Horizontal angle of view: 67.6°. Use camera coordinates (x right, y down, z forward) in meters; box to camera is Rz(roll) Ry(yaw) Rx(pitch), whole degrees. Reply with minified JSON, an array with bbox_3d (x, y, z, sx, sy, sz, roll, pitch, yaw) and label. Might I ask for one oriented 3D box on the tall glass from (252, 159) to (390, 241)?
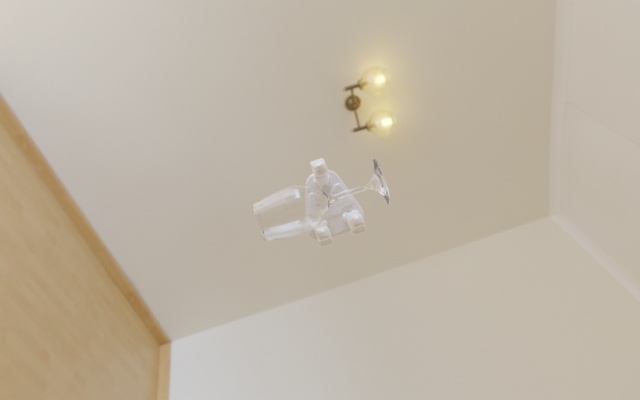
[{"bbox_3d":[0.001,0.002,0.735,0.201,0.079,0.079,-18,1,-2],"label":"tall glass"}]
